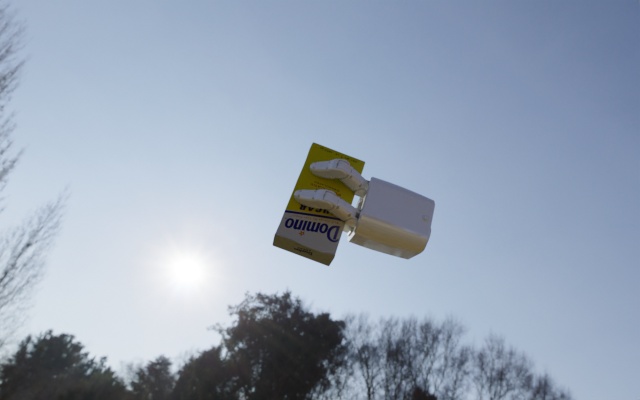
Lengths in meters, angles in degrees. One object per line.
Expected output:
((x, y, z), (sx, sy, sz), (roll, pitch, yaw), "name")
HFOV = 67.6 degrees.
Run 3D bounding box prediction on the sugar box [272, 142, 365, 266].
((0.000, 0.002, 0.728), (0.093, 0.176, 0.048), (20, -32, -1), "sugar box")
